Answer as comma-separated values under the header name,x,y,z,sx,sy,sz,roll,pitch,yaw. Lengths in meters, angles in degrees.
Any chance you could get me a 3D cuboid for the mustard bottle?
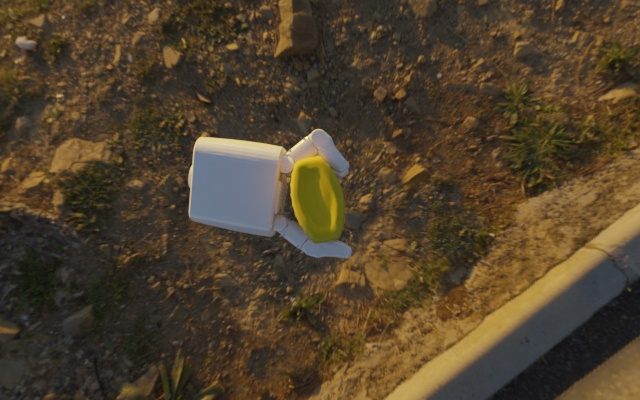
name,x,y,z,sx,sy,sz,roll,pitch,yaw
mustard bottle,0.000,0.002,0.615,0.058,0.096,0.191,-15,-2,2
